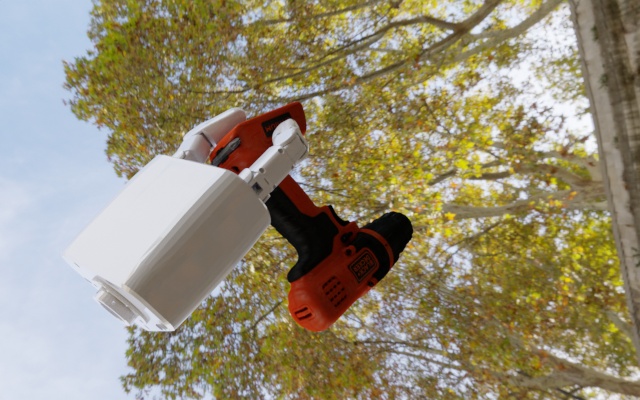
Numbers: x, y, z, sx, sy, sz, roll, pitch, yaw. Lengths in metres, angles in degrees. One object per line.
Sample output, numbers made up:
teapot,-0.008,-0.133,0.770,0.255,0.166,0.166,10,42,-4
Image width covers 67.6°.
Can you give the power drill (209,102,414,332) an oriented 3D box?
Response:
power drill,0.000,0.001,0.449,0.057,0.187,0.184,-37,-2,41
